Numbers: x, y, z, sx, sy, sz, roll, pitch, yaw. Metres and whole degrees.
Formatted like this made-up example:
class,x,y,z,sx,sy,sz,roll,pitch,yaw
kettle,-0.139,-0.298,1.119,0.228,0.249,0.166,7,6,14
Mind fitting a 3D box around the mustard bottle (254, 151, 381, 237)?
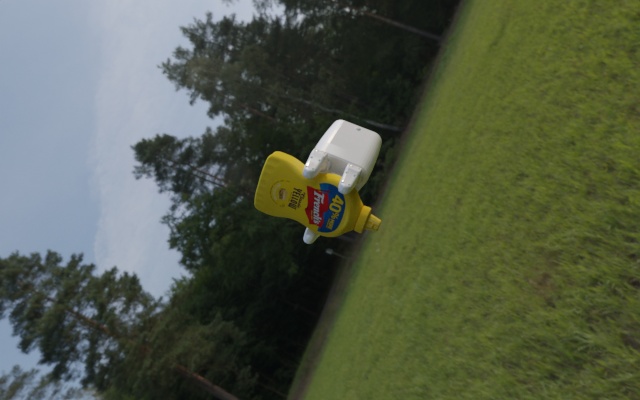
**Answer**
class,x,y,z,sx,sy,sz,roll,pitch,yaw
mustard bottle,0.000,0.002,0.724,0.191,0.096,0.058,22,22,7
